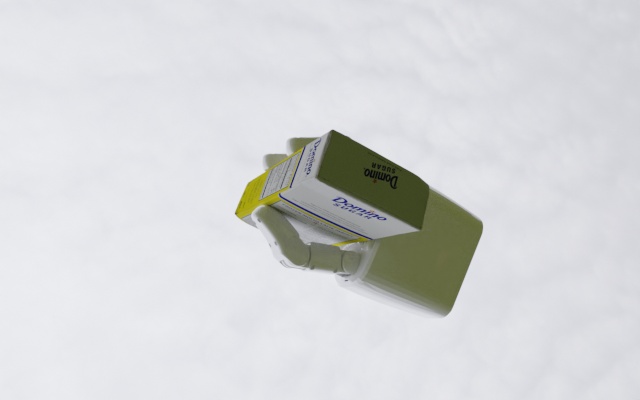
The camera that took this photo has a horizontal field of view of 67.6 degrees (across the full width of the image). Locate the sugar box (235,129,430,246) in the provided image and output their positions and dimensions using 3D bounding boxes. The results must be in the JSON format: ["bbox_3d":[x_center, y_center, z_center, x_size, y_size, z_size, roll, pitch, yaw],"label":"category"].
[{"bbox_3d":[0.000,0.001,0.406,0.093,0.048,0.176,26,-23,-22],"label":"sugar box"}]
